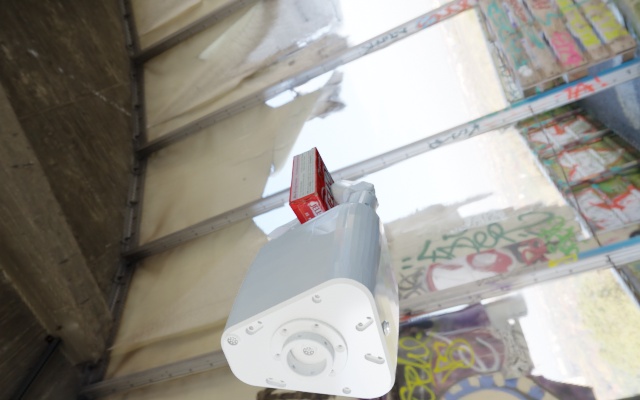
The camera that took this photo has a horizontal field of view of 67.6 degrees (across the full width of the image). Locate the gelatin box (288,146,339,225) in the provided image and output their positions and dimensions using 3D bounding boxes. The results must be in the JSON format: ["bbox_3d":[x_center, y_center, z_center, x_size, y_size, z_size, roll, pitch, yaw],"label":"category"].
[{"bbox_3d":[0.000,0.001,0.459,0.030,0.073,0.089,-22,32,13],"label":"gelatin box"}]
